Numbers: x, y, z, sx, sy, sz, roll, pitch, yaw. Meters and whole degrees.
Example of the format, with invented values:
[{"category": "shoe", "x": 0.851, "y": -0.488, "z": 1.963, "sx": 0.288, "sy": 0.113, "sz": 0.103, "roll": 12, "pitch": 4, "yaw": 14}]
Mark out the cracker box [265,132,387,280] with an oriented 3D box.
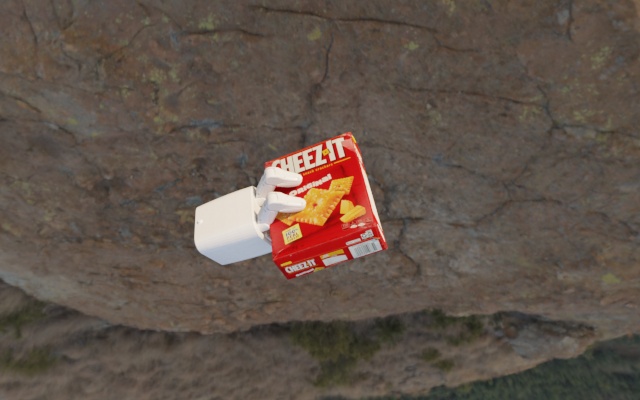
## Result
[{"category": "cracker box", "x": 0.000, "y": 0.003, "z": 0.771, "sx": 0.164, "sy": 0.213, "sz": 0.072, "roll": -19, "pitch": -42, "yaw": 9}]
